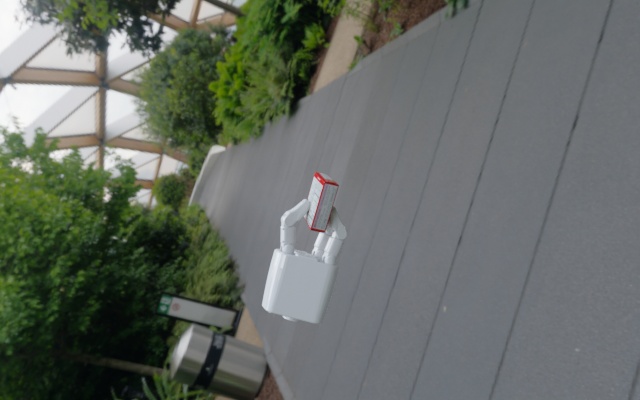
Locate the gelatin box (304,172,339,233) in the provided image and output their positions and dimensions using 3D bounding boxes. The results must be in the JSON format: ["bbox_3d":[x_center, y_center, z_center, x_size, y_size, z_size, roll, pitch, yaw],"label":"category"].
[{"bbox_3d":[0.000,0.002,0.831,0.030,0.089,0.073,12,13,-16],"label":"gelatin box"}]
